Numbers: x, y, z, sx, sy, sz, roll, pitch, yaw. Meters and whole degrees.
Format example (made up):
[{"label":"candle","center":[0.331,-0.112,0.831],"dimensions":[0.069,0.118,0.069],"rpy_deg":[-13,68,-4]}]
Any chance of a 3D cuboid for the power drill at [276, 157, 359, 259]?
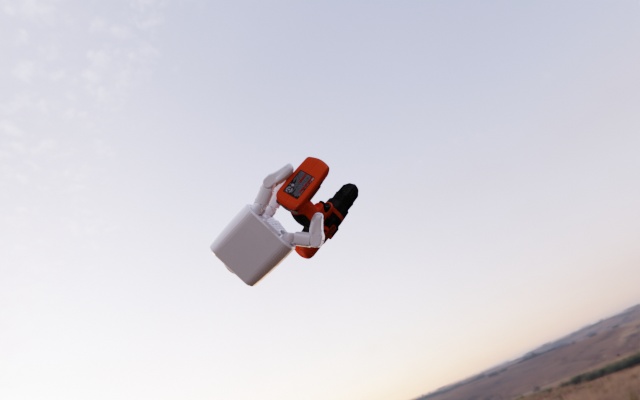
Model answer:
[{"label":"power drill","center":[0.000,0.003,0.895],"dimensions":[0.057,0.184,0.188],"rpy_deg":[27,-21,30]}]
